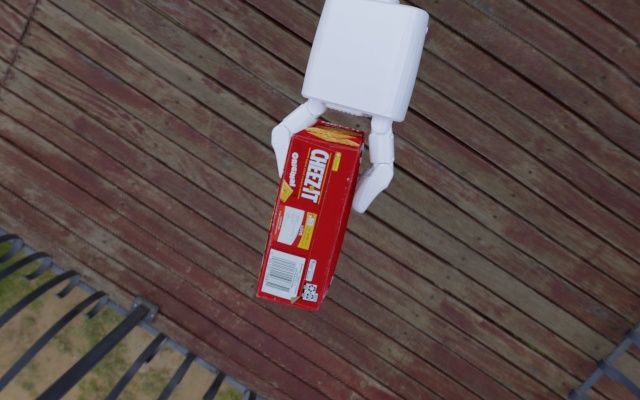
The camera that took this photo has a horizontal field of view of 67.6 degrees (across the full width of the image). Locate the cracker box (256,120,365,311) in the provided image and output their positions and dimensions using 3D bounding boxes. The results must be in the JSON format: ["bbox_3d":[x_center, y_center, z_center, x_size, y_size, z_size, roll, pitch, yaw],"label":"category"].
[{"bbox_3d":[0.000,0.002,0.537,0.072,0.164,0.213,15,14,4],"label":"cracker box"}]
